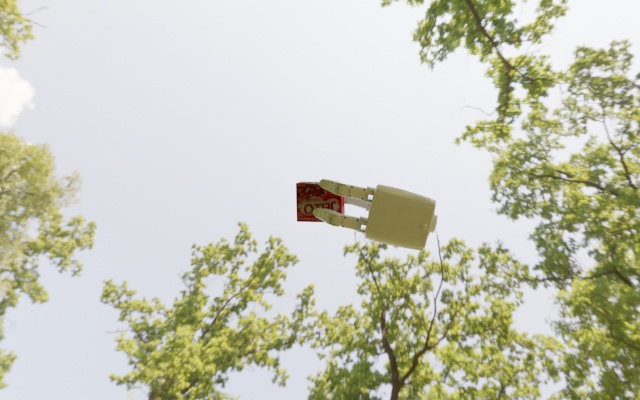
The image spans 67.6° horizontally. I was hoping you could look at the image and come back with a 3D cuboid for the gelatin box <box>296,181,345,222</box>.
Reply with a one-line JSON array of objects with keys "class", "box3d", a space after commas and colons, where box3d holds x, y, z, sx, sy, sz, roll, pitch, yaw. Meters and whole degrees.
[{"class": "gelatin box", "box3d": [0.000, 0.003, 0.877, 0.089, 0.073, 0.030, 1, 8, 17]}]
